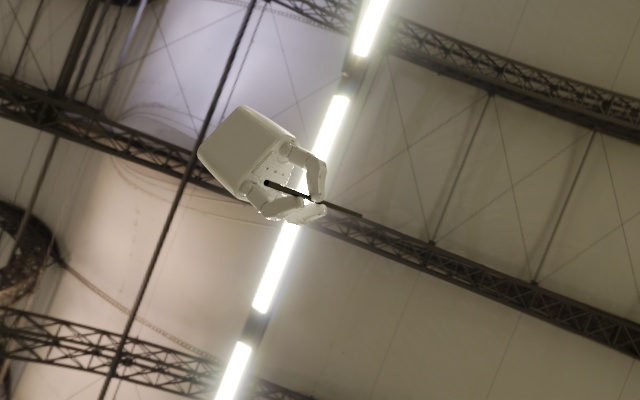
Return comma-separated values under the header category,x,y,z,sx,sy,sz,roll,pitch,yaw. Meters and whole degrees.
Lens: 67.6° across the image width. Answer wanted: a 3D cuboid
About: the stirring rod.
category,x,y,z,sx,sy,sz,roll,pitch,yaw
stirring rod,0.000,0.002,0.644,0.011,0.011,0.239,0,-11,32
